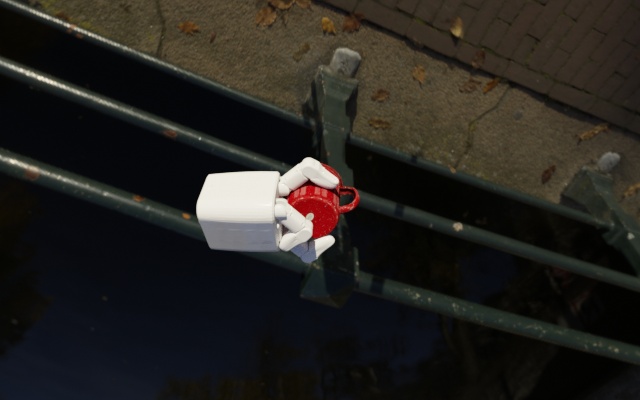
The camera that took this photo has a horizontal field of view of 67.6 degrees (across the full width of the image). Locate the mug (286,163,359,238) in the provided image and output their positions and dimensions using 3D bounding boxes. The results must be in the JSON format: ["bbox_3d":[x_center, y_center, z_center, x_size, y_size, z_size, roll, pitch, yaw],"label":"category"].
[{"bbox_3d":[0.002,0.003,0.722,0.117,0.093,0.081,-2,36,4],"label":"mug"}]
